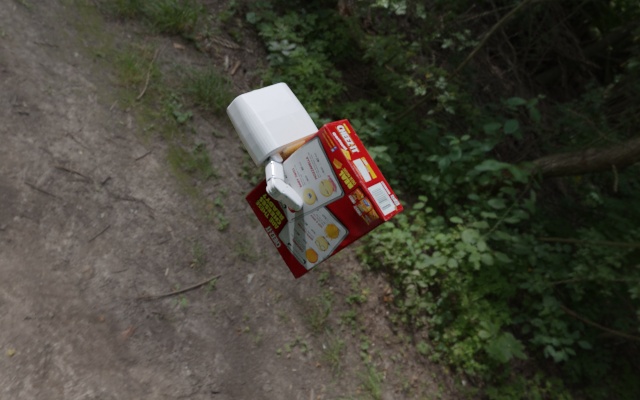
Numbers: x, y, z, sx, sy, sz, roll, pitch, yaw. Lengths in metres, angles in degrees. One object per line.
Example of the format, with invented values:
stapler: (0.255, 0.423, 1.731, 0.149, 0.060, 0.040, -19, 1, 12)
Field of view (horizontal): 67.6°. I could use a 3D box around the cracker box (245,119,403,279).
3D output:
cracker box: (0.000, 0.002, 0.750, 0.214, 0.164, 0.072, -38, -8, 38)
